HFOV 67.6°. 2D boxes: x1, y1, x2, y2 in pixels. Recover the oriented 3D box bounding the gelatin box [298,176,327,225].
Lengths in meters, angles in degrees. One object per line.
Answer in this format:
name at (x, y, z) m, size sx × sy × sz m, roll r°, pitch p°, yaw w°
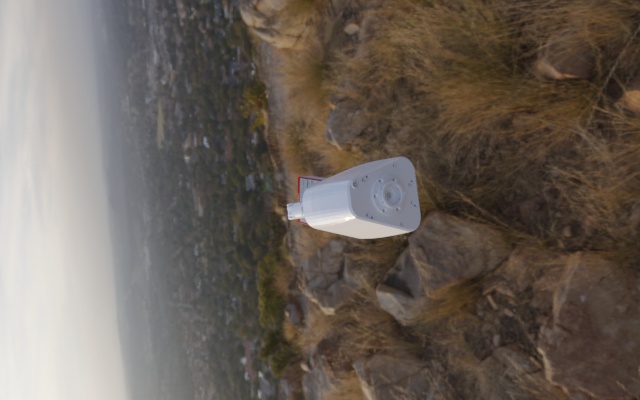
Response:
gelatin box at (0.000, 0.002, 0.722) m, size 0.030 × 0.073 × 0.089 m, roll -6°, pitch 10°, yaw -35°
